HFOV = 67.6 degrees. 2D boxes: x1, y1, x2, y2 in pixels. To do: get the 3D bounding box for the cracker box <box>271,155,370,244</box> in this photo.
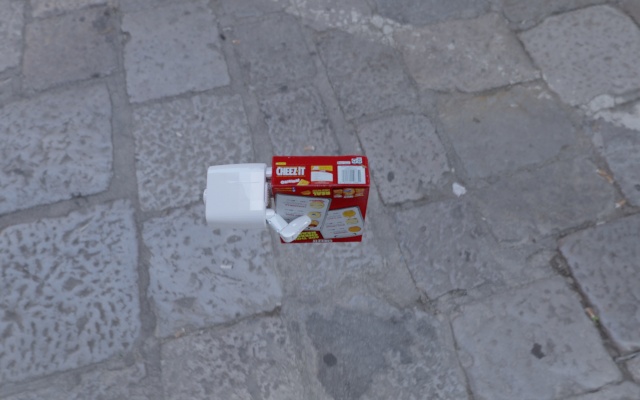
[{"bbox_3d":[0.000,0.003,0.877,0.164,0.072,0.214,-1,-30,0],"label":"cracker box"}]
